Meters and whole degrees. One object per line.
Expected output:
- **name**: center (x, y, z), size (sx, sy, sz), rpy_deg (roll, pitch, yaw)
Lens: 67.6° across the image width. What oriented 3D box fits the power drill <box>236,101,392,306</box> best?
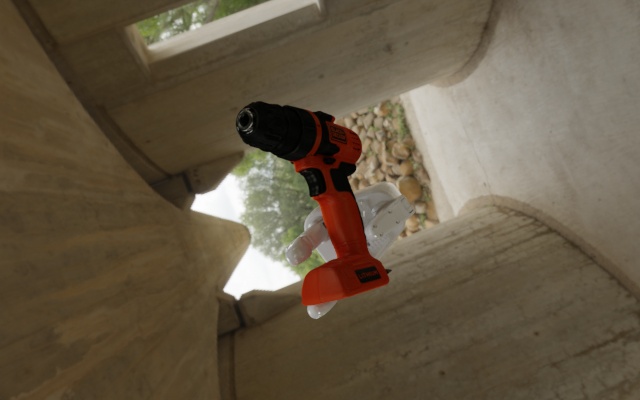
- **power drill**: center (0.000, 0.002, 0.463), size (0.057, 0.187, 0.184), rpy_deg (-18, -11, 32)
